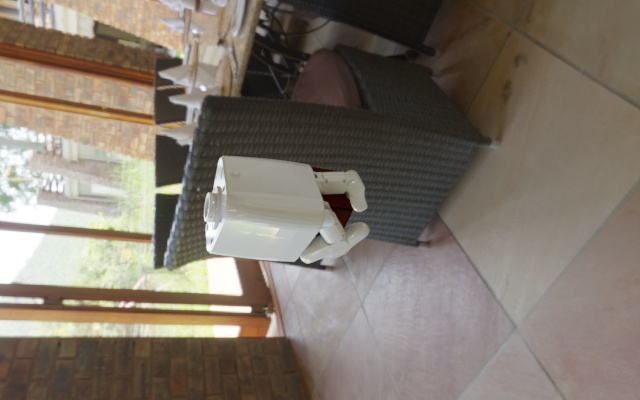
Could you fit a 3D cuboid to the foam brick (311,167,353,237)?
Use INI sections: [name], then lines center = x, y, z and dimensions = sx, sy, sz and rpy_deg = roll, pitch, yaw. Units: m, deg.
[foam brick]
center = 0.000, 0.002, 0.600
dimensions = 0.051, 0.053, 0.078
rpy_deg = 6, 38, -22
